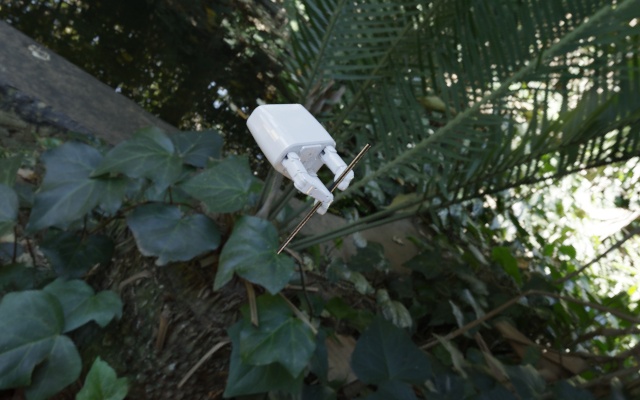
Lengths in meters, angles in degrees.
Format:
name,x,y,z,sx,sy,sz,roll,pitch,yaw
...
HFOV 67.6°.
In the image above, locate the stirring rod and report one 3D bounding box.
name,x,y,z,sx,sy,sz,roll,pitch,yaw
stirring rod,0.000,0.002,0.743,0.240,0.011,0.011,-50,-25,24
